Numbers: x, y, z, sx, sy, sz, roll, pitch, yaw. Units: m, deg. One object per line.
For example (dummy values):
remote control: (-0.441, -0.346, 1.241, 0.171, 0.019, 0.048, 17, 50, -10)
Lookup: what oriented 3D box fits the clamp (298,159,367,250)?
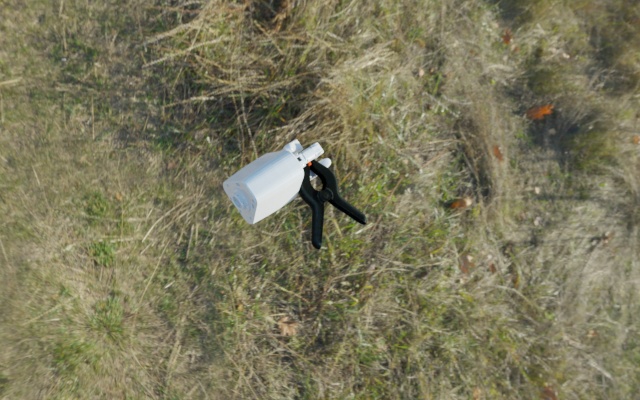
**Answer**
clamp: (0.000, 0.003, 0.892, 0.120, 0.171, 0.039, -36, 2, -28)
